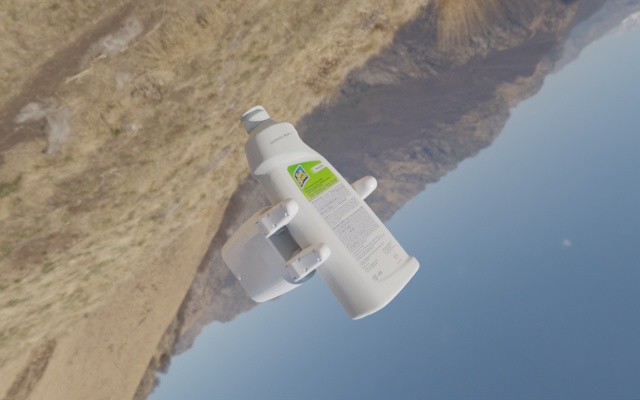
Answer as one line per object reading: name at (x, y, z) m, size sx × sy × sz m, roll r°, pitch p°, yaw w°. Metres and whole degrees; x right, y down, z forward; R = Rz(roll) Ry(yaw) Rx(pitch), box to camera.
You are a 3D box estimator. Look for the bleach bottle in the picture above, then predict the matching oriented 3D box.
bleach bottle at (0.000, 0.002, 0.531) m, size 0.068 × 0.251 × 0.102 m, roll -37°, pitch -2°, yaw 43°
